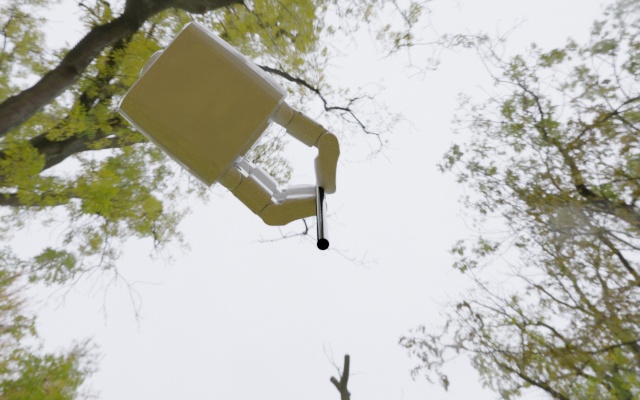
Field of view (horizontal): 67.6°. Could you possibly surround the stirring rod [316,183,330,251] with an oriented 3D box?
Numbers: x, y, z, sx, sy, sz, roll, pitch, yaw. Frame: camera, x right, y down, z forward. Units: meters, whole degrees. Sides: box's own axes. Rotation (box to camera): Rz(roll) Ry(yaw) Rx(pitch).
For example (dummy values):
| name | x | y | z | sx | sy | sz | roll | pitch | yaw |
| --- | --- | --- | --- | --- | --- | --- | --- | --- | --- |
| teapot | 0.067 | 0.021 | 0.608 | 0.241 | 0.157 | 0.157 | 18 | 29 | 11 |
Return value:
| name | x | y | z | sx | sy | sz | roll | pitch | yaw |
| --- | --- | --- | --- | --- | --- | --- | --- | --- | --- |
| stirring rod | 0.000 | 0.001 | 0.402 | 0.011 | 0.011 | 0.239 | 0 | 12 | -1 |
